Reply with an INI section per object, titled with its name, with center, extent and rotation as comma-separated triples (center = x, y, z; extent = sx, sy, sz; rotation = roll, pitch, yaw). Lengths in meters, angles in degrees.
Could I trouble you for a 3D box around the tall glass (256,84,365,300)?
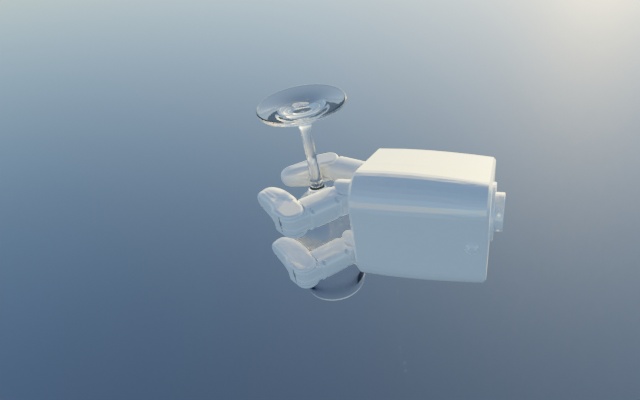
[tall glass]
center = 0.000, 0.001, 0.441
extent = 0.079, 0.201, 0.079
rotation = -7, 35, 5
